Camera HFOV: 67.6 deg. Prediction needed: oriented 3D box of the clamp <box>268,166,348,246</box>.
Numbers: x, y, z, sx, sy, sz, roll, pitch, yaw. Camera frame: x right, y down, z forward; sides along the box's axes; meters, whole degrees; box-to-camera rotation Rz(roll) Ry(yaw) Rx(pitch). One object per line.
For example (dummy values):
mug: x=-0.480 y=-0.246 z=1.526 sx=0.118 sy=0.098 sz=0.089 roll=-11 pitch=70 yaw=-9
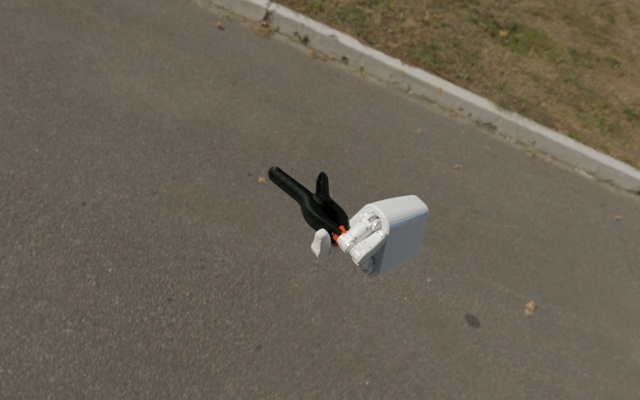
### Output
clamp: x=0.000 y=0.002 z=0.782 sx=0.120 sy=0.039 sz=0.171 roll=-10 pitch=52 yaw=-42
